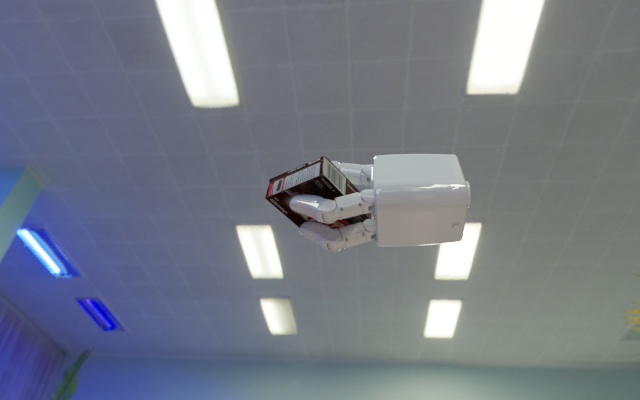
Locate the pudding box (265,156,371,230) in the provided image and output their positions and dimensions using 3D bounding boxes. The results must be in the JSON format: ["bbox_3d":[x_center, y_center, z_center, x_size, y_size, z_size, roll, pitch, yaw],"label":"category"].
[{"bbox_3d":[0.000,0.002,0.611,0.090,0.039,0.113,-22,-49,29],"label":"pudding box"}]
